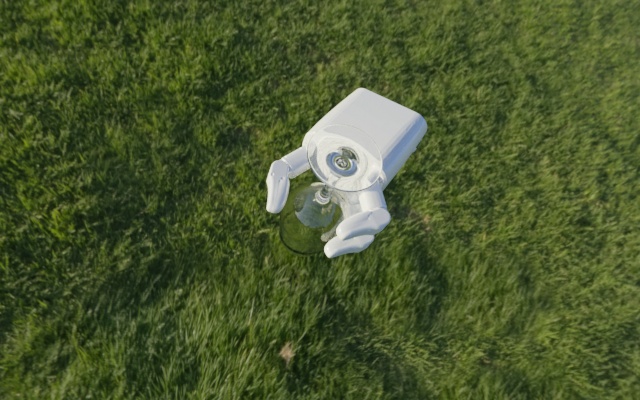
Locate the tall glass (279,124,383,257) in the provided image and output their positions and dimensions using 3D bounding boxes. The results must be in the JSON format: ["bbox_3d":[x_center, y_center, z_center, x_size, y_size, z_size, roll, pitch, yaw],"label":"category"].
[{"bbox_3d":[0.000,0.002,0.535,0.079,0.079,0.201,0,-26,-16],"label":"tall glass"}]
